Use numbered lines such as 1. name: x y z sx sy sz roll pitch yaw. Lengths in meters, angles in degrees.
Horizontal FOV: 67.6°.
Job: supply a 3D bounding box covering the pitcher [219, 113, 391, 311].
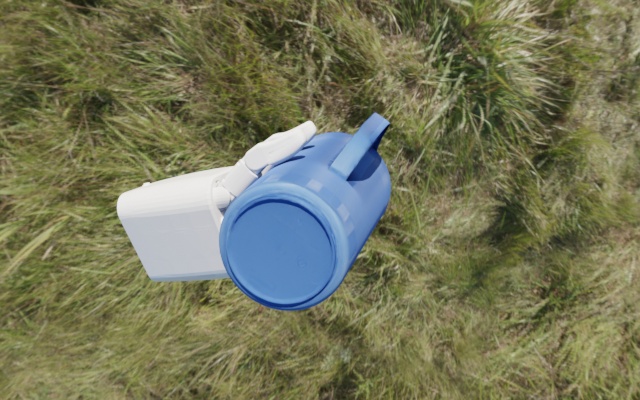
1. pitcher: 0.000 0.002 0.477 0.145 0.149 0.242 -7 12 14
